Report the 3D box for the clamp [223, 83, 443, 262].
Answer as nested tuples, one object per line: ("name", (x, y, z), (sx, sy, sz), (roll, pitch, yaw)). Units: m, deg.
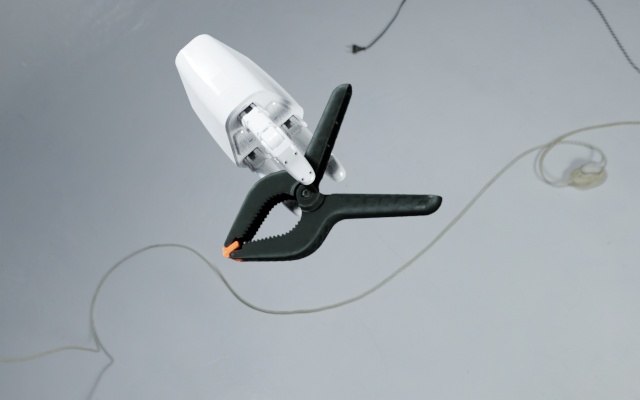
("clamp", (-0.001, 0.002, 0.469), (0.210, 0.164, 0.036), (-42, -21, -1))
